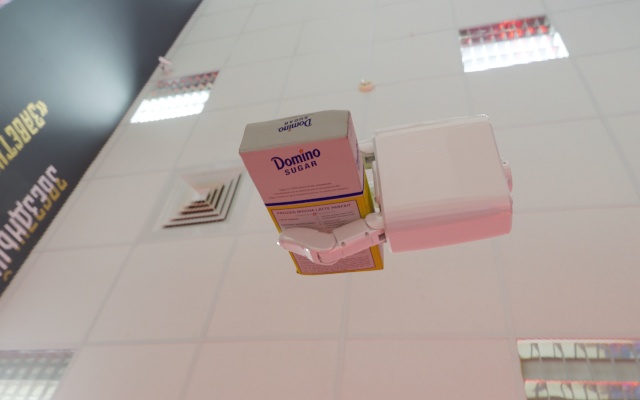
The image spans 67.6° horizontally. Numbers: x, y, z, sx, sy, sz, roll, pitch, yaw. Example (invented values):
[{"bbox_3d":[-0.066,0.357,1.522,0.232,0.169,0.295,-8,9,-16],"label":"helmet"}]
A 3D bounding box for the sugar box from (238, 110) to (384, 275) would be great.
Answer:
[{"bbox_3d":[0.000,0.001,0.444,0.093,0.176,0.048,-6,43,13],"label":"sugar box"}]
